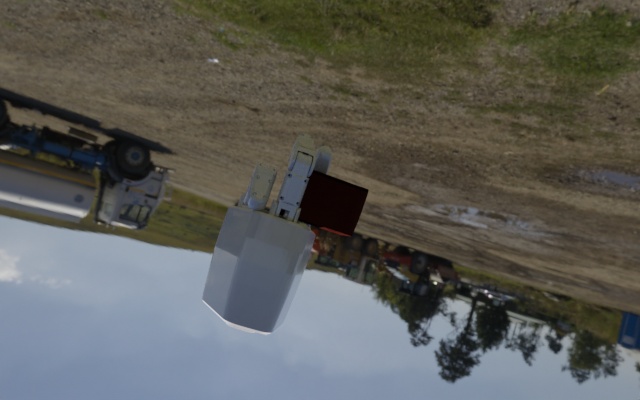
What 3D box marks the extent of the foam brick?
[{"bbox_3d":[0.000,0.002,0.496,0.078,0.051,0.053,19,-7,-11],"label":"foam brick"}]
